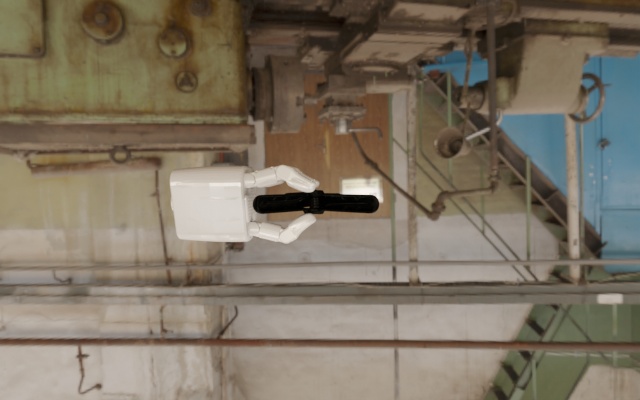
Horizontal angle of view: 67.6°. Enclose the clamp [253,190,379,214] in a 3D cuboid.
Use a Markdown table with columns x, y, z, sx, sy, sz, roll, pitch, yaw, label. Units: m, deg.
| x | y | z | sx | sy | sz | roll | pitch | yaw | label |
| --- | --- | --- | --- | --- | --- | --- | --- | --- | --- |
| 0.000 | 0.003 | 0.708 | 0.164 | 0.036 | 0.210 | 1 | 2 | 4 | clamp |
